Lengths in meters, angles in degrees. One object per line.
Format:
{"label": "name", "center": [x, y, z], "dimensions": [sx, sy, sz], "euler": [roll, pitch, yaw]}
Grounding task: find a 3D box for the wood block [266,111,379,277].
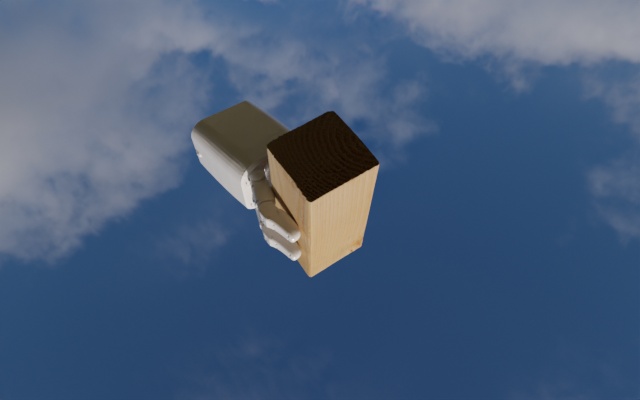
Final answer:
{"label": "wood block", "center": [0.000, 0.002, 0.590], "dimensions": [0.091, 0.090, 0.206], "euler": [-31, -25, -17]}
